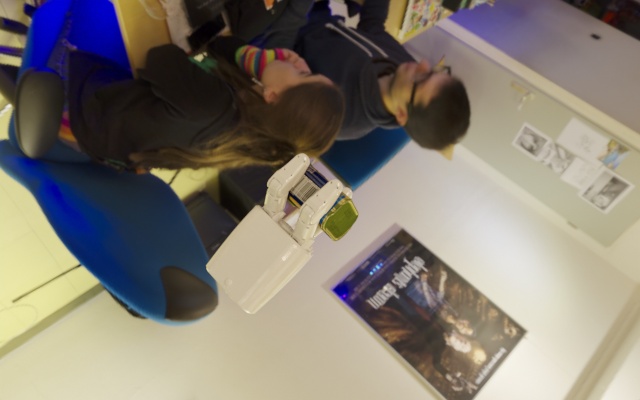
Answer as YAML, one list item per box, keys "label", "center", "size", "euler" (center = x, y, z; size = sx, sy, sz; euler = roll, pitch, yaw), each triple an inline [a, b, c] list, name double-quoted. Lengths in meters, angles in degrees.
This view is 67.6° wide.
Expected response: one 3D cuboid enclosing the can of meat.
- label: "can of meat"
  center: [0.000, 0.002, 0.631]
  size: [0.084, 0.057, 0.102]
  euler: [42, -4, 22]
